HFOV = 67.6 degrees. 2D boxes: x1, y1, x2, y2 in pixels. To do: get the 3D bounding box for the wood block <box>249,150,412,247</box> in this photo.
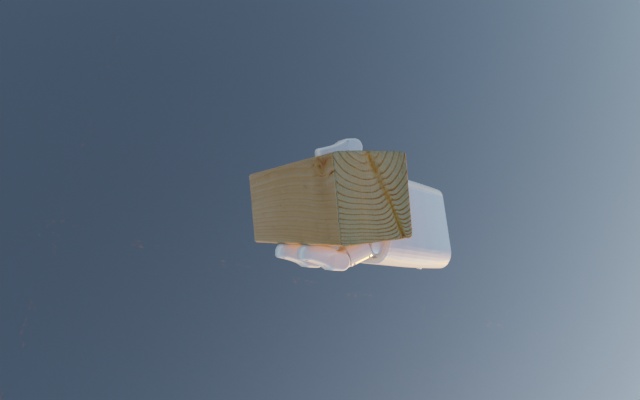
[{"bbox_3d":[0.000,0.001,0.549,0.090,0.091,0.206,-4,-2,-31],"label":"wood block"}]
